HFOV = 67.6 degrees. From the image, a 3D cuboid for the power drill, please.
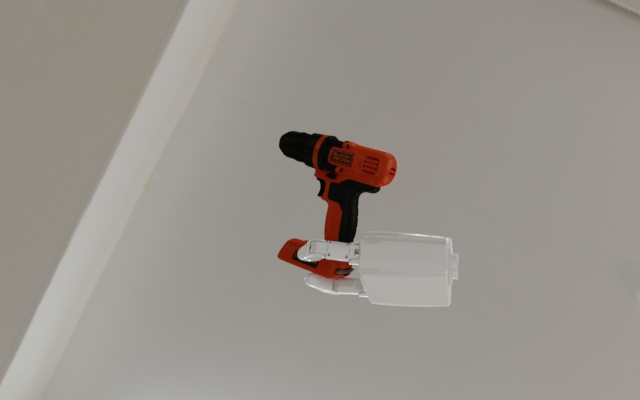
[{"bbox_3d":[0.000,0.003,0.668,0.184,0.187,0.057,18,7,31],"label":"power drill"}]
